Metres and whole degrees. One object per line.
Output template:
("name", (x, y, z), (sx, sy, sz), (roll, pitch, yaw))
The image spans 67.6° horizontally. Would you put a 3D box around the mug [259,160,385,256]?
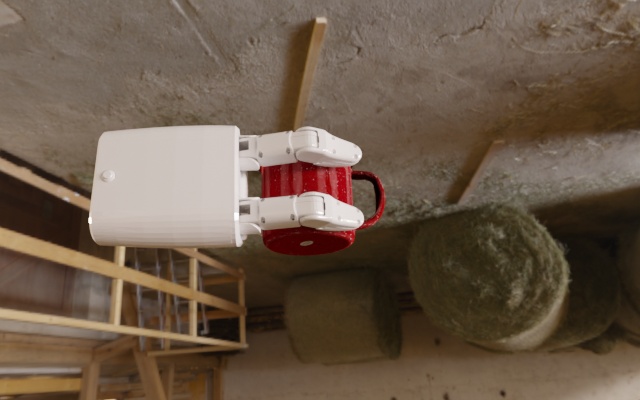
("mug", (0.002, 0.002, 0.432), (0.117, 0.081, 0.093), (-2, -20, -4))
